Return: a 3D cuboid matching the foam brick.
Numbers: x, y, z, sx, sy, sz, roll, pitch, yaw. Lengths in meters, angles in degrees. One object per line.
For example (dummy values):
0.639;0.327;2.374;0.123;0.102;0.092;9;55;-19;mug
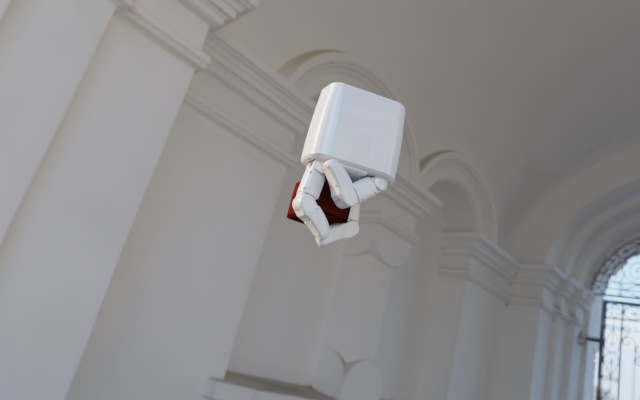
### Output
0.000;0.002;0.625;0.053;0.051;0.078;21;-19;-26;foam brick
